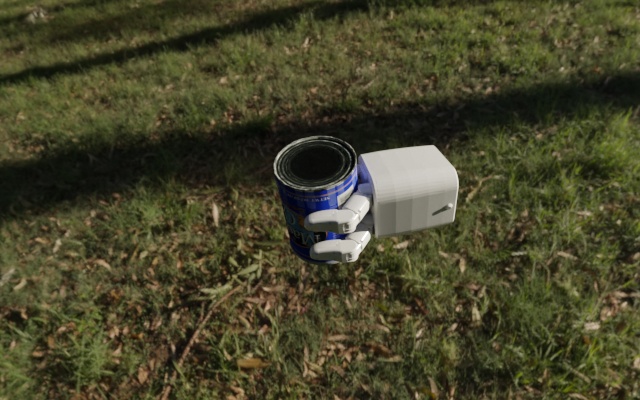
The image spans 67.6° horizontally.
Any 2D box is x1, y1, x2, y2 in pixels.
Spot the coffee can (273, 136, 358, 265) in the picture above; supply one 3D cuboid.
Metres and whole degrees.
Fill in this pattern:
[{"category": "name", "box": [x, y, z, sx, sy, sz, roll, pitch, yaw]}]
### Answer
[{"category": "coffee can", "box": [0.000, 0.002, 0.627, 0.103, 0.140, 0.102, -4, 44, 4]}]
